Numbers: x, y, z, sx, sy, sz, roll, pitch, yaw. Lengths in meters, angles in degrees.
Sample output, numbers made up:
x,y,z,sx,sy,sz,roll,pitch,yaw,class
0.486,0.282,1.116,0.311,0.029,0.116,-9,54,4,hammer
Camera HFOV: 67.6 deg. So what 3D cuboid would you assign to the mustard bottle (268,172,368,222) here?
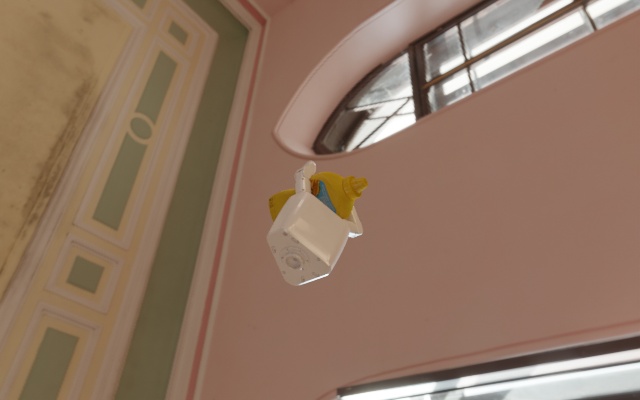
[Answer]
x,y,z,sx,sy,sz,roll,pitch,yaw,class
0.000,0.003,0.847,0.192,0.096,0.058,-25,-4,31,mustard bottle
